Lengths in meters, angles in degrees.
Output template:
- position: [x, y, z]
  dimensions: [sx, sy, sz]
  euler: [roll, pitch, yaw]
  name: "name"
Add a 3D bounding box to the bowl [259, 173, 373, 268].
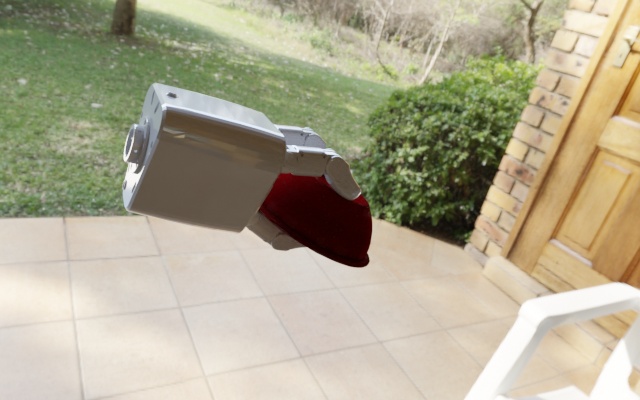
- position: [0.001, 0.002, 0.517]
  dimensions: [0.162, 0.055, 0.162]
  euler: [33, 12, -8]
  name: "bowl"
